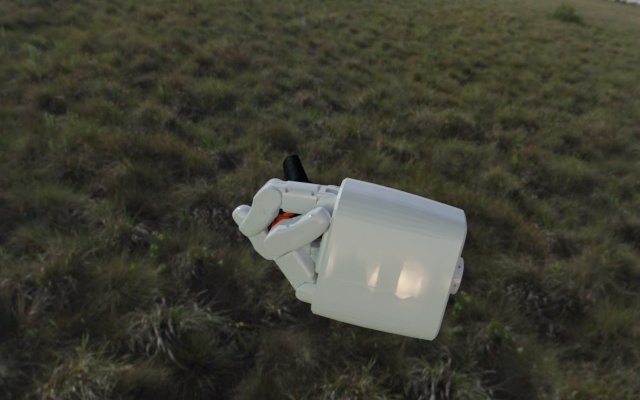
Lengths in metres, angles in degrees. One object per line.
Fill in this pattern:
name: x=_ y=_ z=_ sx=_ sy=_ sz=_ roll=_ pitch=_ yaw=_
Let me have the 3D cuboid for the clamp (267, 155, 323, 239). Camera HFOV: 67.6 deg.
clamp: x=0.000 y=0.001 z=0.498 sx=0.120 sy=0.039 sz=0.171 roll=14 pitch=27 yaw=5
